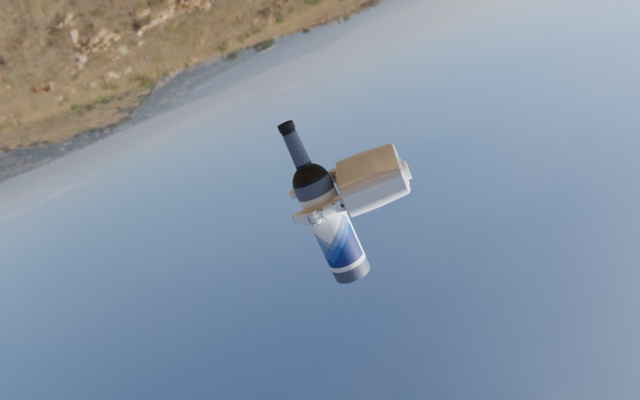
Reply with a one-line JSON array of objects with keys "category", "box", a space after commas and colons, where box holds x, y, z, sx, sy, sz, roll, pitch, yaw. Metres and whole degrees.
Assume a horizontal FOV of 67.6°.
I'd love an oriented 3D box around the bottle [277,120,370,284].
[{"category": "bottle", "box": [0.000, 0.003, 0.817, 0.069, 0.296, 0.069, -22, 17, 7]}]
